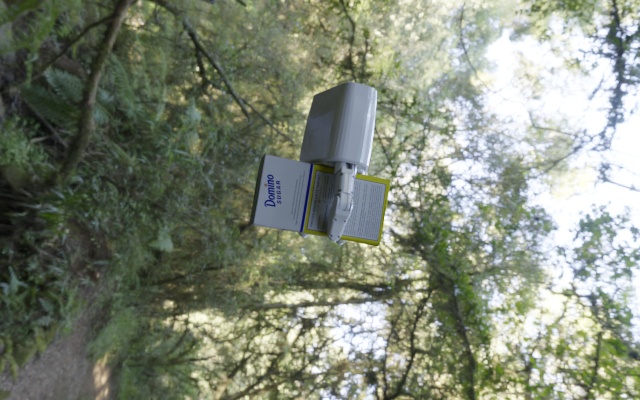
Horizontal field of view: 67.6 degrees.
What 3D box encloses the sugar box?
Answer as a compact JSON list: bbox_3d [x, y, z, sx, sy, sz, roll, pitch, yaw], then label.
[{"bbox_3d":[0.000,0.002,0.639,0.176,0.093,0.048,11,-6,-13],"label":"sugar box"}]
